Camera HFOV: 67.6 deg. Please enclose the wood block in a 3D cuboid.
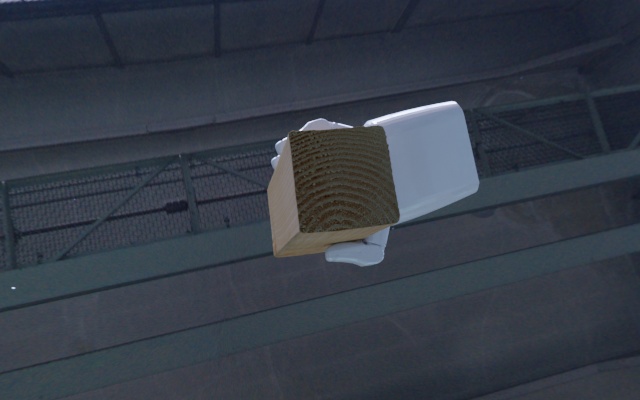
[{"bbox_3d":[0.000,0.002,0.503,0.090,0.091,0.206,-6,-11,-12],"label":"wood block"}]
